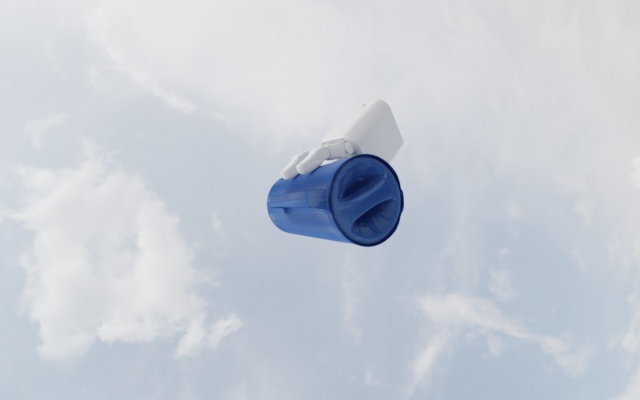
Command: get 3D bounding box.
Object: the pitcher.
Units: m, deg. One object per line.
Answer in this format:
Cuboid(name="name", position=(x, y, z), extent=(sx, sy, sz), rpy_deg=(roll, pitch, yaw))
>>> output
Cuboid(name="pitcher", position=(0.000, 0.002, 0.771), extent=(0.149, 0.145, 0.243), rpy_deg=(48, -25, -21))
